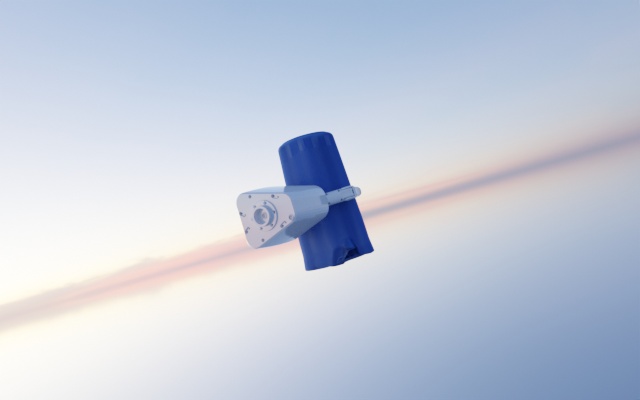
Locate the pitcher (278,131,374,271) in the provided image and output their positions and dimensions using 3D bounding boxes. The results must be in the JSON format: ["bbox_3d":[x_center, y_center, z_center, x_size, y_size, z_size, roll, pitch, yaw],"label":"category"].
[{"bbox_3d":[0.000,0.003,0.896,0.149,0.243,0.145,-18,-3,28],"label":"pitcher"}]
